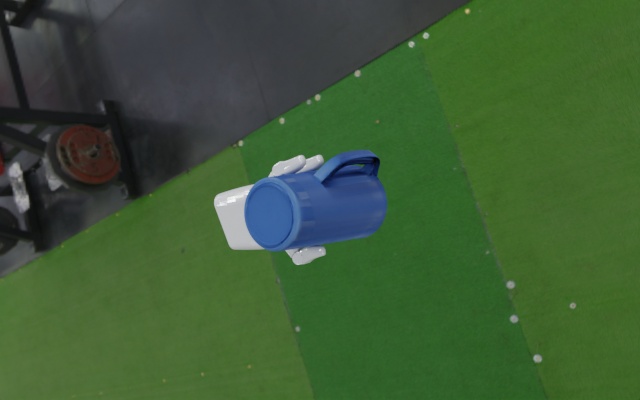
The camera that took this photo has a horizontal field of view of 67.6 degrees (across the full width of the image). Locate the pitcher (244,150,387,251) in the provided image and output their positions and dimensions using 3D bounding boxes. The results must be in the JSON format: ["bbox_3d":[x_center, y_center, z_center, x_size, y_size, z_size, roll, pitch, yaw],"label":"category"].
[{"bbox_3d":[0.000,0.003,0.769,0.145,0.149,0.243,-9,-1,35],"label":"pitcher"}]
